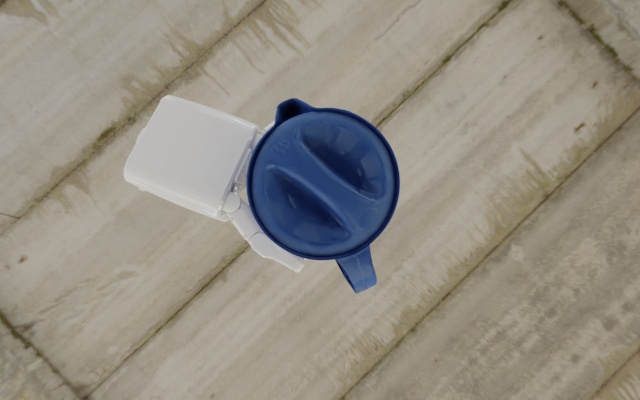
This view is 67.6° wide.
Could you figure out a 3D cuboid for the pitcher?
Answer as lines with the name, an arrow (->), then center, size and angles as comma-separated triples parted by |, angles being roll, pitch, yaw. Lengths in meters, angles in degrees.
pitcher -> 0.000, 0.002, 0.523 | 0.145, 0.149, 0.243 | 20, -4, -2
